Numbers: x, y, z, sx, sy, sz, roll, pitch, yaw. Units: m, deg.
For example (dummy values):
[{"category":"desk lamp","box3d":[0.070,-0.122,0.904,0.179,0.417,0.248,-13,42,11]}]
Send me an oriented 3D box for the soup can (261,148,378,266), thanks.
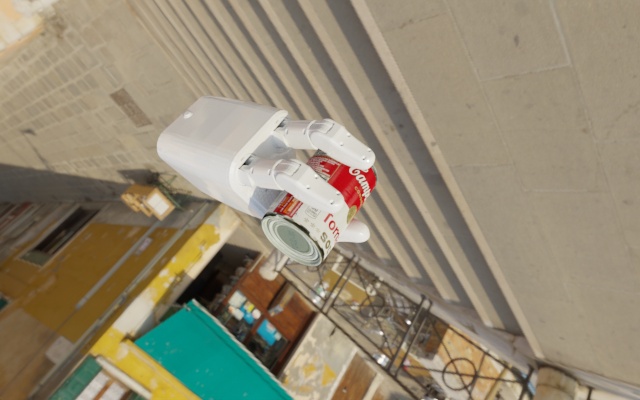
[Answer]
[{"category":"soup can","box3d":[0.000,0.002,0.445,0.068,0.068,0.102,0,44,47]}]
